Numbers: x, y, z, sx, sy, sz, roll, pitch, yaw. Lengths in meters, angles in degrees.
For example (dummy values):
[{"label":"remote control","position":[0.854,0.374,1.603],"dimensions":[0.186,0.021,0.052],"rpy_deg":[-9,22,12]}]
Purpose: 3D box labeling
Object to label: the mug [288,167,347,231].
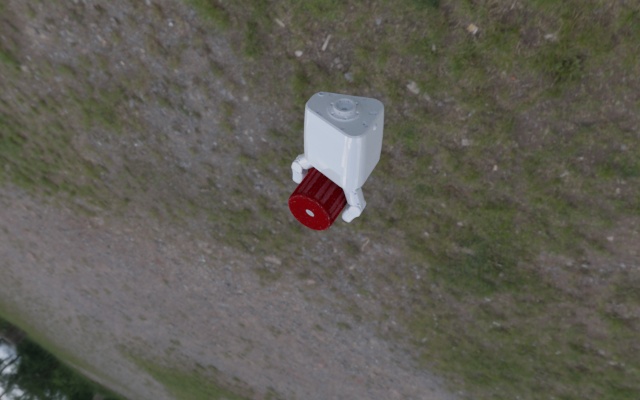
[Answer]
[{"label":"mug","position":[0.000,0.004,0.794],"dimensions":[0.093,0.081,0.117],"rpy_deg":[23,-37,18]}]
